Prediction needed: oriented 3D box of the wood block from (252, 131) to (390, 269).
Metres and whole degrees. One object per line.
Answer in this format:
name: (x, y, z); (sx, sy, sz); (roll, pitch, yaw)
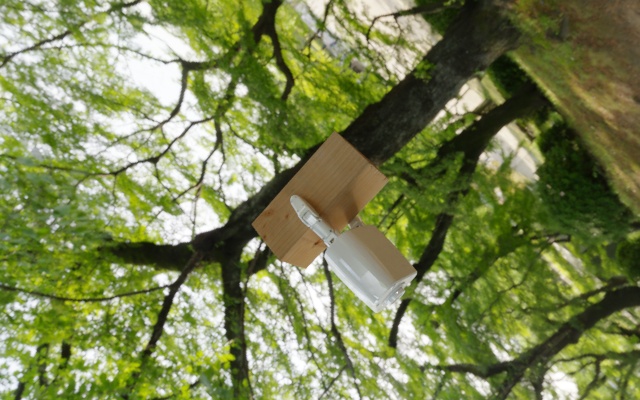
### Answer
wood block: (0.000, 0.003, 0.782); (0.090, 0.206, 0.091); (48, 10, 33)
